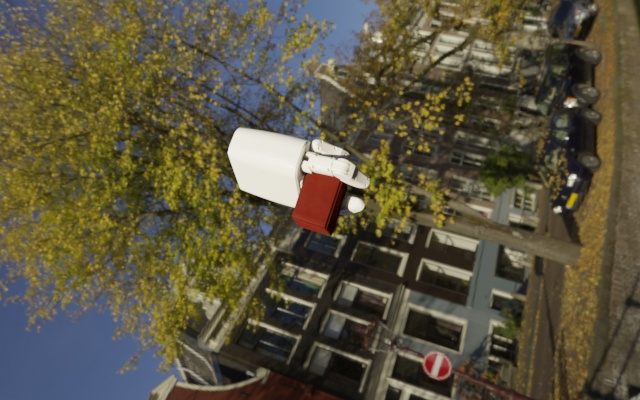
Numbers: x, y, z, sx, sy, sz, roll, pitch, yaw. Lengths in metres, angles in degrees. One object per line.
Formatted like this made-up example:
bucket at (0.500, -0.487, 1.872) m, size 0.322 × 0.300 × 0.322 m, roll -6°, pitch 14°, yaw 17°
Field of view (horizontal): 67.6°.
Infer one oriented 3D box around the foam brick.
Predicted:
foam brick at (0.000, 0.002, 0.658) m, size 0.051 × 0.078 × 0.053 m, roll 15°, pitch -14°, yaw 13°
